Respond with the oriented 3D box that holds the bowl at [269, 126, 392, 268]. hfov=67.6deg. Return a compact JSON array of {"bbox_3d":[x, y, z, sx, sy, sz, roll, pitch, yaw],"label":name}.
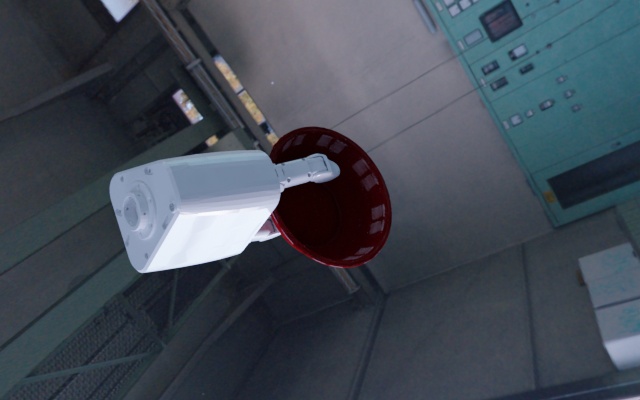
[{"bbox_3d":[0.001,0.002,0.530,0.162,0.162,0.055,0,-21,-34],"label":"bowl"}]
